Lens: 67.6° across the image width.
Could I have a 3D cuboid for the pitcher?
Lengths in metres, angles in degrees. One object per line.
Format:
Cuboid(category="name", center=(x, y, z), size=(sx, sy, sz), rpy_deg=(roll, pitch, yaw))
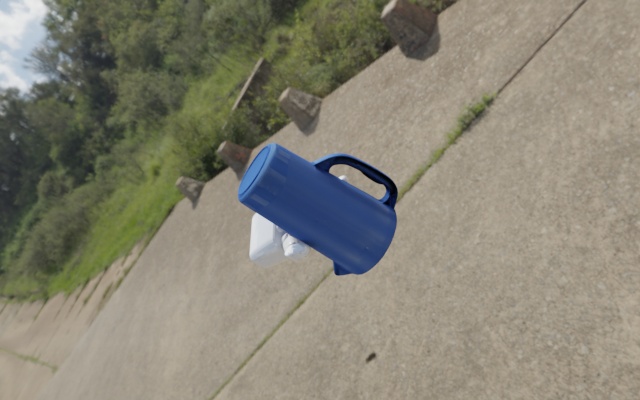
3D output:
Cuboid(category="pitcher", center=(0.000, 0.003, 0.774), size=(0.243, 0.149, 0.145), rpy_deg=(31, -35, -20))
